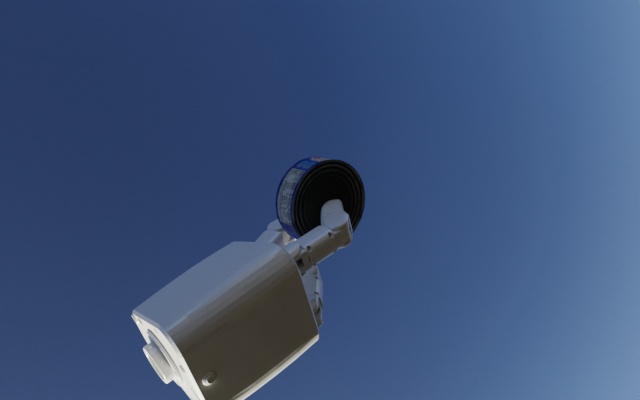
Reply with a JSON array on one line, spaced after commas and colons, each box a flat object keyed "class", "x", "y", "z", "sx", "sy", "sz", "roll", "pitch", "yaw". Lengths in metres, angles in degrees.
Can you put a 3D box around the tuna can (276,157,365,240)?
[{"class": "tuna can", "x": 0.000, "y": 0.001, "z": 0.459, "sx": 0.086, "sy": 0.086, "sz": 0.033, "roll": 0, "pitch": 10, "yaw": -38}]
